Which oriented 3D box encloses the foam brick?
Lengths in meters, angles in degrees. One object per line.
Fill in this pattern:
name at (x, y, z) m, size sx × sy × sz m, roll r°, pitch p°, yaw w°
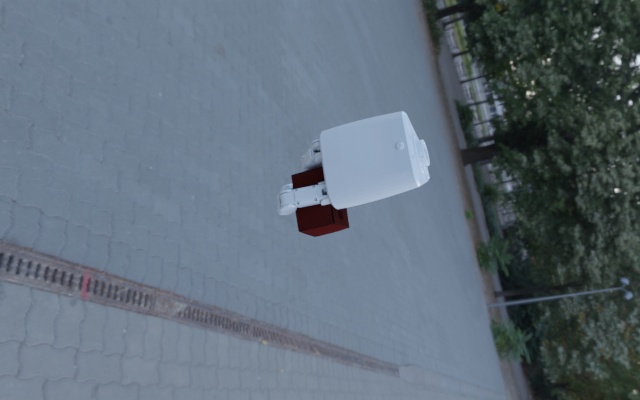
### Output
foam brick at (0.000, 0.002, 0.614) m, size 0.051 × 0.078 × 0.053 m, roll -13°, pitch -14°, yaw 21°
